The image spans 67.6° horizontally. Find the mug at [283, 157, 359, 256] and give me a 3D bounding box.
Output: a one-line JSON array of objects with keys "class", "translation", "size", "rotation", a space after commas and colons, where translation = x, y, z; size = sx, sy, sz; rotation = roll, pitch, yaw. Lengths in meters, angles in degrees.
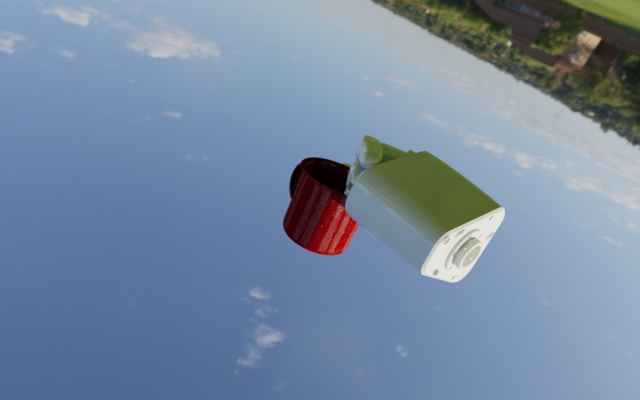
[{"class": "mug", "translation": [-0.001, 0.001, 0.548], "size": [0.093, 0.081, 0.117], "rotation": [-1, 33, -45]}]
